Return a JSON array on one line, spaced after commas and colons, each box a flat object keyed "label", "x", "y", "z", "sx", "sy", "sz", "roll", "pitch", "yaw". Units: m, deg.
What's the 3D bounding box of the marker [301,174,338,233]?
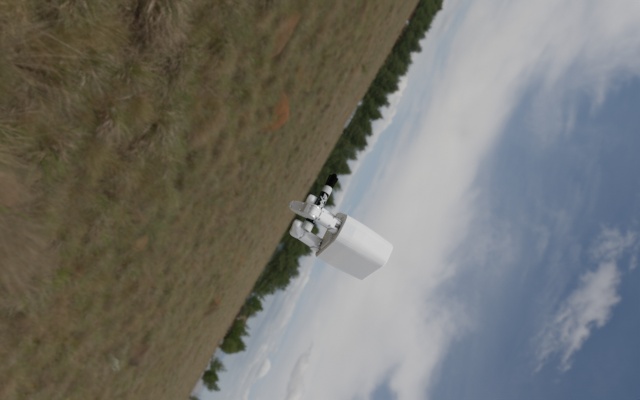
[{"label": "marker", "x": 0.000, "y": 0.003, "z": 0.869, "sx": 0.020, "sy": 0.121, "sz": 0.020, "roll": 25, "pitch": -18, "yaw": 9}]
